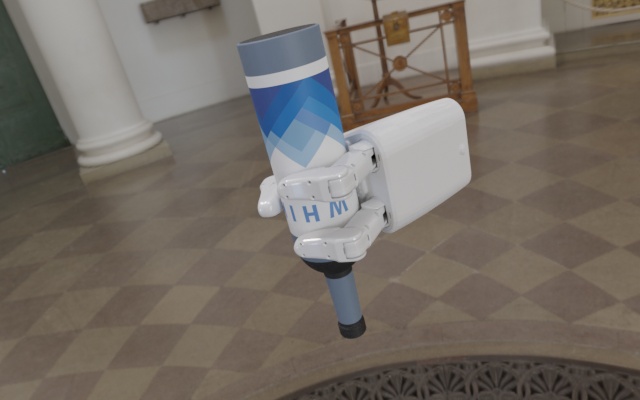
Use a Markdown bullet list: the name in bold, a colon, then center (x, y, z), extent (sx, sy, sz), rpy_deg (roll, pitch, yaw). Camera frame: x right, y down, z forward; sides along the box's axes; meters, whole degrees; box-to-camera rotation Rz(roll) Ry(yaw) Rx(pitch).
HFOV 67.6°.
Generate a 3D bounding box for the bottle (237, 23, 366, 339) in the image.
- **bottle**: center (0.000, 0.001, 0.429), extent (0.069, 0.296, 0.069), rpy_deg (-12, 23, 5)
